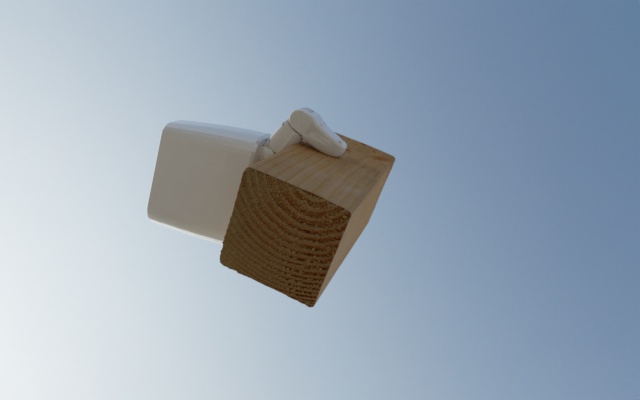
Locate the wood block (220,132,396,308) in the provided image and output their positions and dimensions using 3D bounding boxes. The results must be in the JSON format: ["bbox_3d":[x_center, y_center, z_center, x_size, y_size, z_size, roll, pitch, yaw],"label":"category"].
[{"bbox_3d":[0.000,0.001,0.458,0.090,0.091,0.206,24,22,10],"label":"wood block"}]
